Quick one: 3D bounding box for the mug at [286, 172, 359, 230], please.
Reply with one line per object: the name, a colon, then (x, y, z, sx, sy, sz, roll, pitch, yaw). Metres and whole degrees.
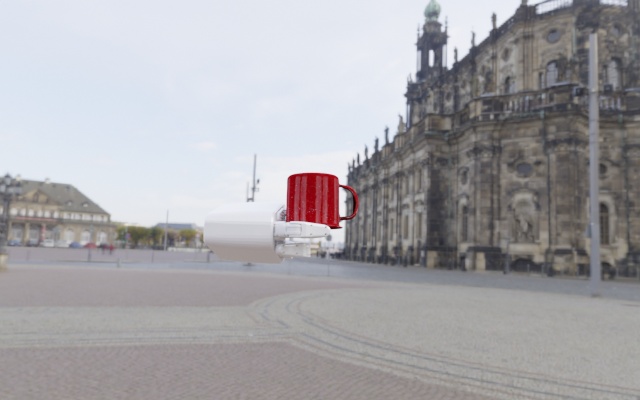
mug: (0.002, 0.002, 0.735, 0.117, 0.081, 0.093, 0, -7, 5)
